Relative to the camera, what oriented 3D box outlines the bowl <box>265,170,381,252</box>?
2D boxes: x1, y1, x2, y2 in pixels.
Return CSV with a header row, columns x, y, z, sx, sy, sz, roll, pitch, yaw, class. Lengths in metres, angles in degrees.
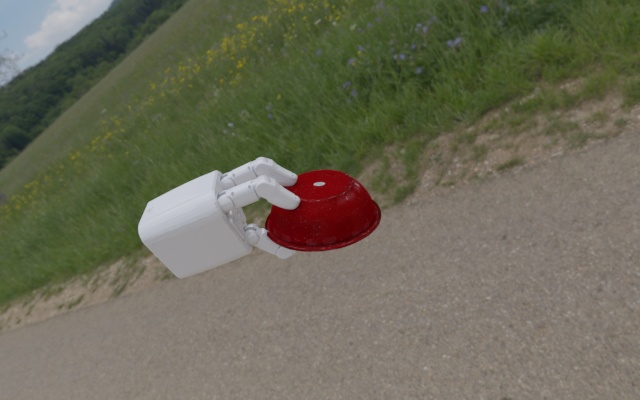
x,y,z,sx,sy,sz,roll,pitch,yaw,class
0.001,0.001,0.645,0.162,0.055,0.162,-6,28,3,bowl
